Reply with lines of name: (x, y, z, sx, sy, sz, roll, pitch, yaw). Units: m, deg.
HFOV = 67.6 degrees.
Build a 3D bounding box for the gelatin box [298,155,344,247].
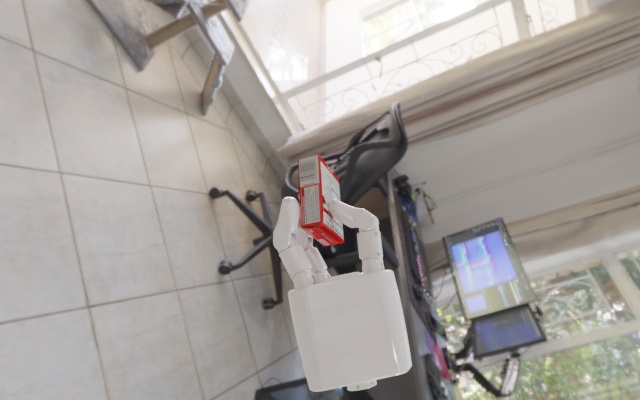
gelatin box: (0.000, 0.001, 0.565, 0.030, 0.089, 0.073, -11, -24, 18)
